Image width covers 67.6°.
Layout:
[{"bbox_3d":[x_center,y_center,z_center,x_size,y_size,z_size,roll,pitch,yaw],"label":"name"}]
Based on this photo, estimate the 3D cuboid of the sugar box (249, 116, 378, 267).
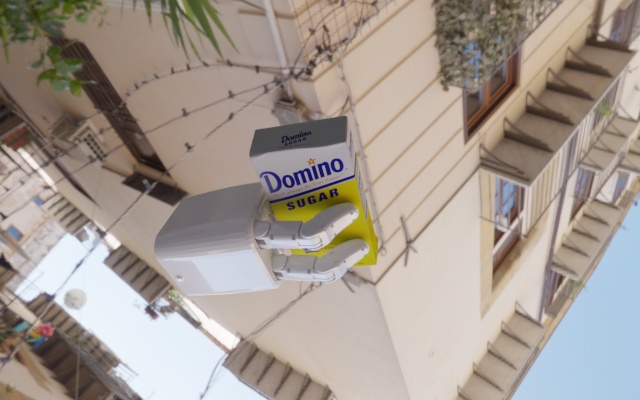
[{"bbox_3d":[0.000,0.002,0.489,0.093,0.048,0.176,-7,-44,13],"label":"sugar box"}]
